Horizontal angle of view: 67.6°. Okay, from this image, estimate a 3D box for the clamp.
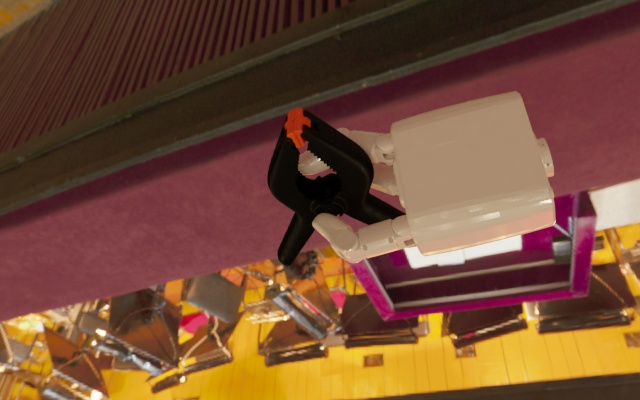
[{"bbox_3d":[0.000,0.002,0.451,0.164,0.036,0.210,-16,-40,17],"label":"clamp"}]
